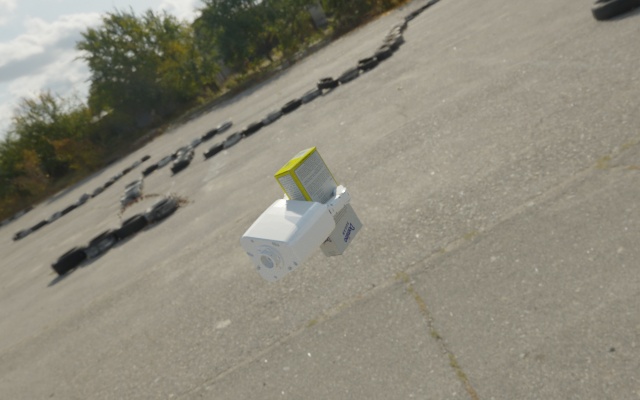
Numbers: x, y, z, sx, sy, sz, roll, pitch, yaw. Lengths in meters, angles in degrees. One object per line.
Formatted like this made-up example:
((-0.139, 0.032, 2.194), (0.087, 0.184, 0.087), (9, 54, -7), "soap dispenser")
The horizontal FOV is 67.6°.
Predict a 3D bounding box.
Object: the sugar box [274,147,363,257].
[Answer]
((0.000, 0.003, 0.840), (0.048, 0.176, 0.093), (-14, 23, 40), "sugar box")
